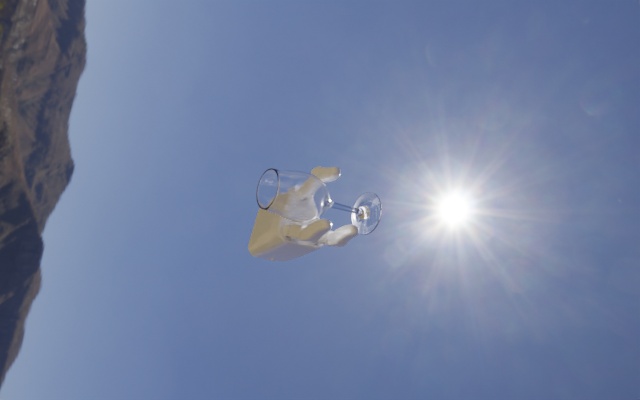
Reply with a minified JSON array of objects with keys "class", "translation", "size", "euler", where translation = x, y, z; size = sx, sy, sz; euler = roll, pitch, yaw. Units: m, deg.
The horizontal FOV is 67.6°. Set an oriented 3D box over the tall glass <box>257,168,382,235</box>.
[{"class":"tall glass","translation":[0.001,0.002,0.756],"size":[0.201,0.079,0.079],"euler":[14,-9,-36]}]
